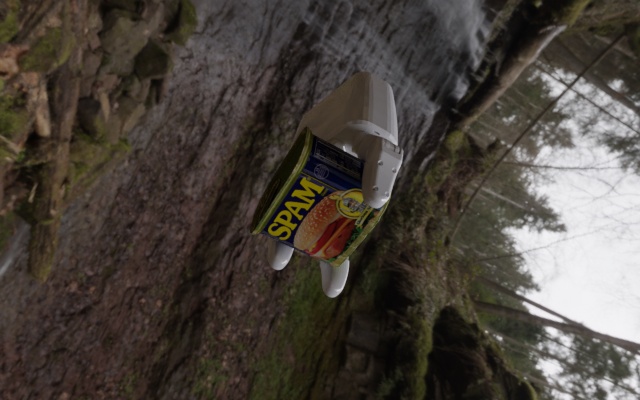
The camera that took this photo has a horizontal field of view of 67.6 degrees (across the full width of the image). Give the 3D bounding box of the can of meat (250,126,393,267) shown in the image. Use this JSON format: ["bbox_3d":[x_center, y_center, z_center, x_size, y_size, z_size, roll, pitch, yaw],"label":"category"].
[{"bbox_3d":[0.000,0.001,0.407,0.084,0.102,0.057,26,36,-15],"label":"can of meat"}]
